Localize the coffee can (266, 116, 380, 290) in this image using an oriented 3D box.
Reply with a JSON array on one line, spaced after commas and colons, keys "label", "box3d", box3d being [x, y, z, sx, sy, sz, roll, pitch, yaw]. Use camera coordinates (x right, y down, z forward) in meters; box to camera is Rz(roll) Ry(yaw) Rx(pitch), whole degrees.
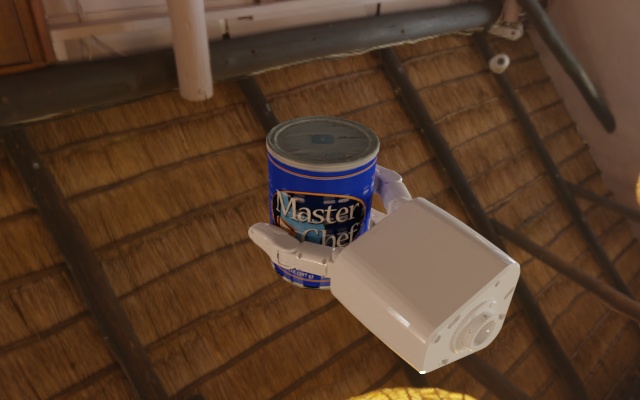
[{"label": "coffee can", "box3d": [0.000, 0.001, 0.470, 0.103, 0.140, 0.102, 2, 33, -1]}]
